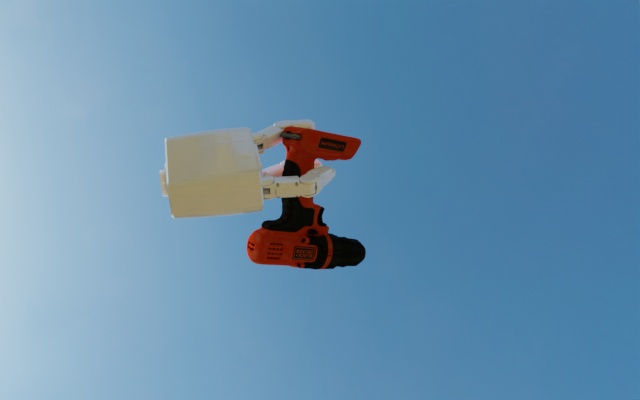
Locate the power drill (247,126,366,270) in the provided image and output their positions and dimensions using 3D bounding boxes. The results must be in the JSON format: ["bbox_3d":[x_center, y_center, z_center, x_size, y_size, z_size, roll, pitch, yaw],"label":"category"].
[{"bbox_3d":[0.000,0.002,0.646,0.184,0.187,0.057,7,5,-36],"label":"power drill"}]
